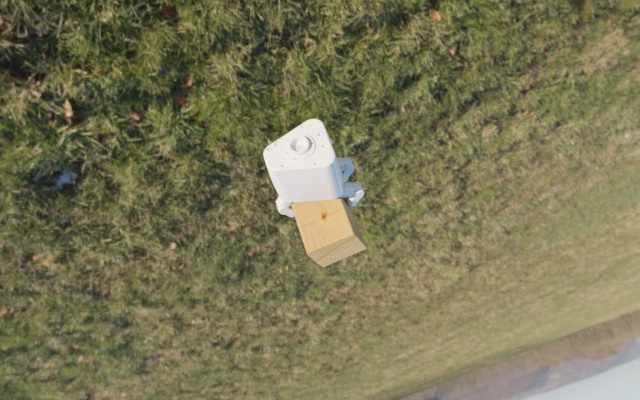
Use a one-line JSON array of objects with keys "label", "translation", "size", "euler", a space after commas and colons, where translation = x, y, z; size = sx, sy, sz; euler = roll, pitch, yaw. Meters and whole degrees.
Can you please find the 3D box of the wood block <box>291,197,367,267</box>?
[{"label": "wood block", "translation": [0.000, 0.003, 0.877], "size": [0.091, 0.206, 0.090], "euler": [-24, -28, 10]}]
